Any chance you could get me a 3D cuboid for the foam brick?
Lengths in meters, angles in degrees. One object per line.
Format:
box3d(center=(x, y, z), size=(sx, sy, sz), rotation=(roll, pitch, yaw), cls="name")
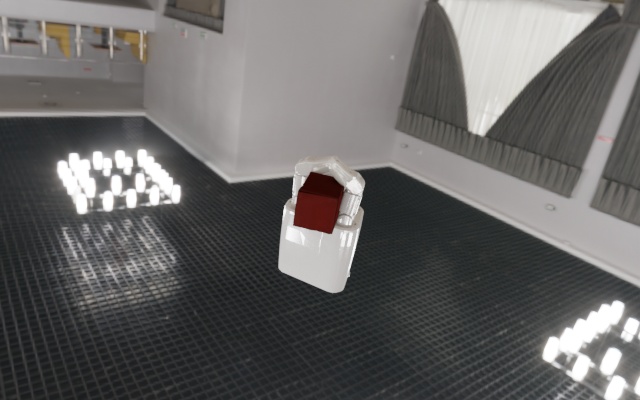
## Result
box3d(center=(0.000, 0.002, 0.623), size=(0.053, 0.051, 0.078), rotation=(13, 22, 6), cls="foam brick")
